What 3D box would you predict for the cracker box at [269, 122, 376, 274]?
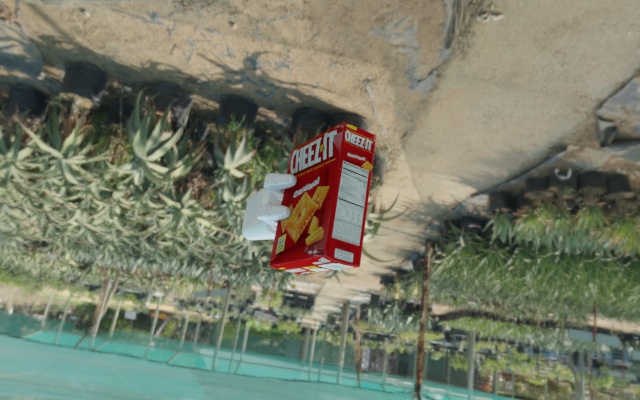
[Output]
[{"bbox_3d":[0.000,0.003,0.757,0.072,0.213,0.164,20,-21,-30],"label":"cracker box"}]
